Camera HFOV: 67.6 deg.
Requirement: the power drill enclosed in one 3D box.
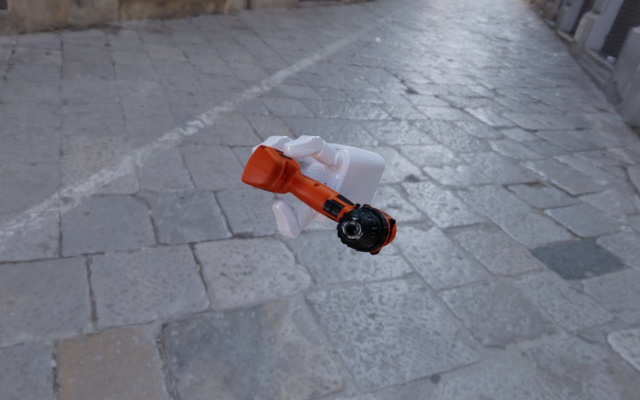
[{"bbox_3d":[0.000,0.002,0.573,0.187,0.057,0.184,32,4,16],"label":"power drill"}]
